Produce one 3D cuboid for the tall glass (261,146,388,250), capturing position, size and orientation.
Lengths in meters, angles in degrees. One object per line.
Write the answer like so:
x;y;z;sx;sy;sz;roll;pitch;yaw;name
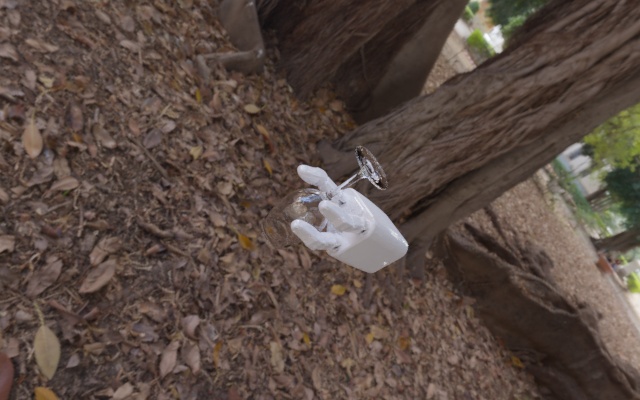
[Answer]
0.001;0.002;0.728;0.201;0.079;0.079;-34;-16;26;tall glass
